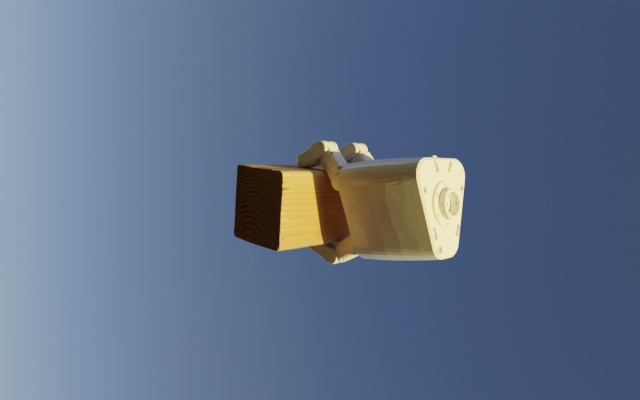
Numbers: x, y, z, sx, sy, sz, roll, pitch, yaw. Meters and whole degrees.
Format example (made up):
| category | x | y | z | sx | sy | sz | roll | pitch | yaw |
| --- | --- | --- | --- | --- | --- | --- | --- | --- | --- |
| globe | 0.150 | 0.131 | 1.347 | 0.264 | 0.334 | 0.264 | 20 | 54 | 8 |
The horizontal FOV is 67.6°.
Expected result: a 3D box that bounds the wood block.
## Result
| category | x | y | z | sx | sy | sz | roll | pitch | yaw |
| --- | --- | --- | --- | --- | --- | --- | --- | --- | --- |
| wood block | 0.000 | 0.002 | 0.617 | 0.206 | 0.091 | 0.090 | -3 | 10 | -44 |
